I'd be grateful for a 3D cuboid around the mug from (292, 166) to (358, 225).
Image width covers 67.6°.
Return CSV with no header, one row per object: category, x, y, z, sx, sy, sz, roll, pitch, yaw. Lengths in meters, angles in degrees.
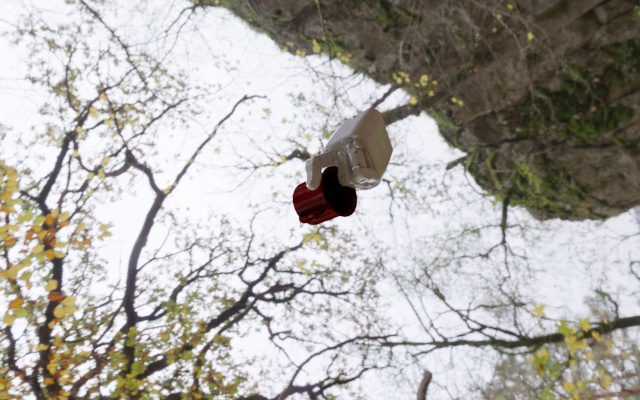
mug,-0.001,0.004,0.832,0.081,0.093,0.117,-23,23,40
